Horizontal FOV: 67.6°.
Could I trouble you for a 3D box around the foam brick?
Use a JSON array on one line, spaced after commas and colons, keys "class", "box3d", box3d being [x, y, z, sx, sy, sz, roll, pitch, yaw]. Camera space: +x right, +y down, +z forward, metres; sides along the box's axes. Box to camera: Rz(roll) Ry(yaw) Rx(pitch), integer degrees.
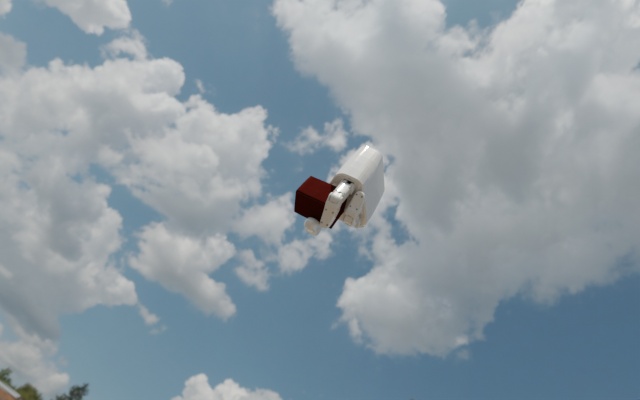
[{"class": "foam brick", "box3d": [0.000, 0.003, 0.835, 0.078, 0.053, 0.051, 25, 46, 14]}]
